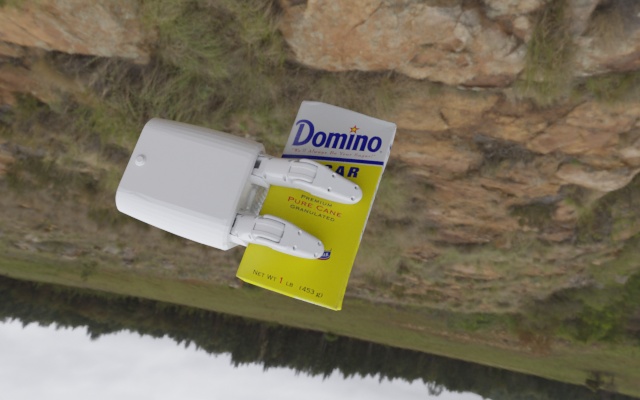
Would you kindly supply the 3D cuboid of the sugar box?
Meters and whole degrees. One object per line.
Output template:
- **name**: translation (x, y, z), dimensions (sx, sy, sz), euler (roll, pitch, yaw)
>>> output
- **sugar box**: translation (0.000, 0.001, 0.433), dimensions (0.093, 0.176, 0.048), euler (16, -12, 8)
